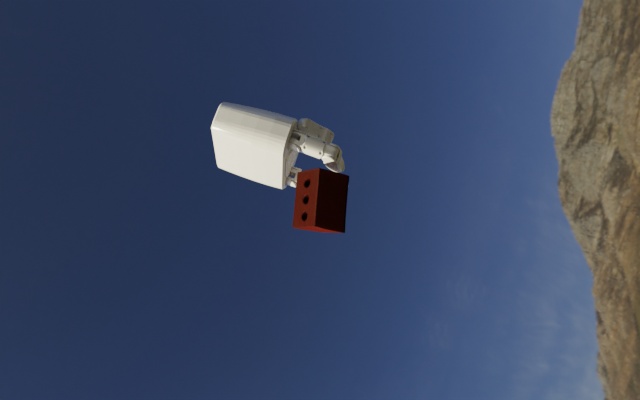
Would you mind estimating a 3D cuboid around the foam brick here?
[{"bbox_3d":[0.000,0.002,0.633,0.051,0.078,0.053,11,-11,-37],"label":"foam brick"}]
